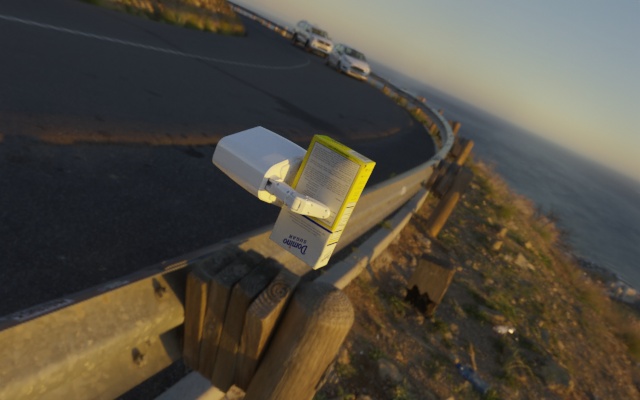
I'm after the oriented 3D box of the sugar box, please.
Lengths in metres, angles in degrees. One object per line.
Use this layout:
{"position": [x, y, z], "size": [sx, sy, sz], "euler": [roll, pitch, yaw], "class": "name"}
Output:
{"position": [0.000, 0.002, 0.706], "size": [0.093, 0.176, 0.048], "euler": [32, 20, 21], "class": "sugar box"}
